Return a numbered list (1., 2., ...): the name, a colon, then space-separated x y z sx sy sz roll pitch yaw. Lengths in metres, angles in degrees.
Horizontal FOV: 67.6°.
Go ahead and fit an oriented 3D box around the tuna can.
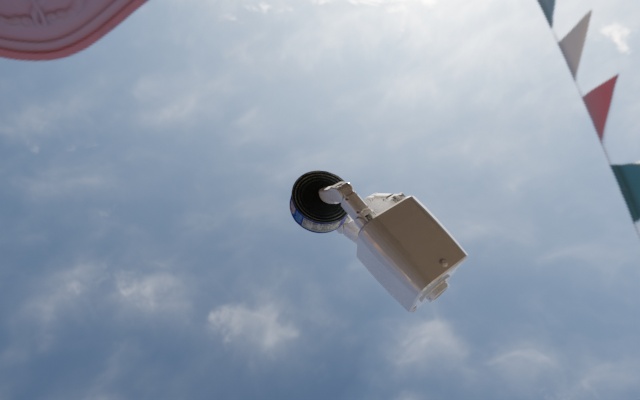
1. tuna can: 0.000 0.002 0.667 0.086 0.086 0.034 0 -32 -12
